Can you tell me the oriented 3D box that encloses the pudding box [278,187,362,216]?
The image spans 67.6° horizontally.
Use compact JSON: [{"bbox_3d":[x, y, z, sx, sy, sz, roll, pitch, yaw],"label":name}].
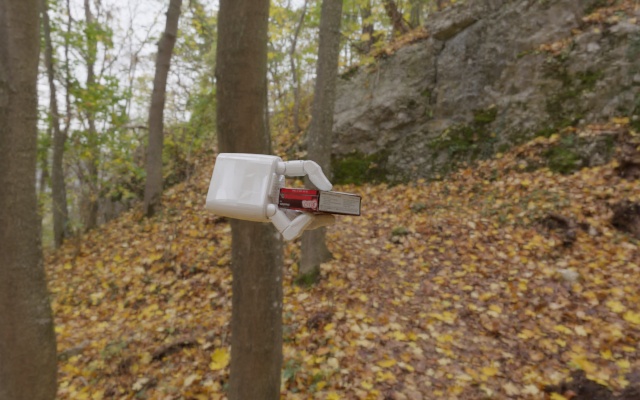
[{"bbox_3d":[0.000,0.002,0.788,0.090,0.039,0.113,6,1,42],"label":"pudding box"}]
